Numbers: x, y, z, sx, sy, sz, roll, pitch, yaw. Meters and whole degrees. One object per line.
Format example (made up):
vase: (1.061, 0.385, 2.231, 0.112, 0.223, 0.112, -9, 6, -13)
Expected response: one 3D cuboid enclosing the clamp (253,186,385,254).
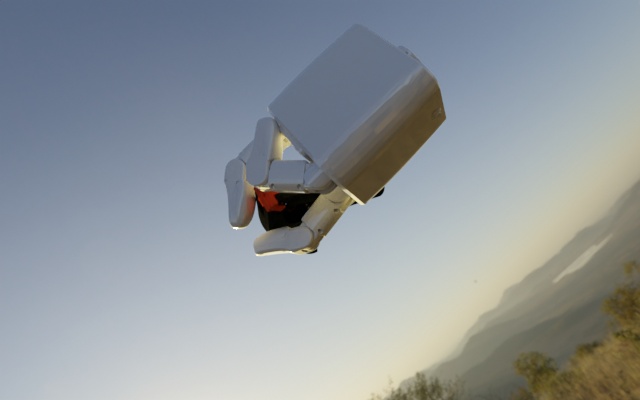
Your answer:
clamp: (0.000, 0.001, 0.470, 0.039, 0.120, 0.171, 48, 6, 22)
